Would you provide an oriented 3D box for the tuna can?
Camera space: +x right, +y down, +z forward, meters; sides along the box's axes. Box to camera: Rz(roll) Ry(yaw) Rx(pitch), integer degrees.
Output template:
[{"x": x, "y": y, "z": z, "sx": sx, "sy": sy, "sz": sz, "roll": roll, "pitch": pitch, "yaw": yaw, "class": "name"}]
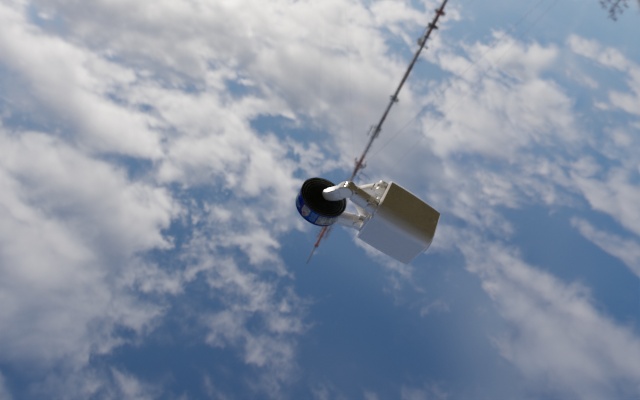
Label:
[{"x": 0.000, "y": 0.003, "z": 0.835, "sx": 0.086, "sy": 0.086, "sz": 0.034, "roll": 0, "pitch": -37, "yaw": -30, "class": "tuna can"}]
